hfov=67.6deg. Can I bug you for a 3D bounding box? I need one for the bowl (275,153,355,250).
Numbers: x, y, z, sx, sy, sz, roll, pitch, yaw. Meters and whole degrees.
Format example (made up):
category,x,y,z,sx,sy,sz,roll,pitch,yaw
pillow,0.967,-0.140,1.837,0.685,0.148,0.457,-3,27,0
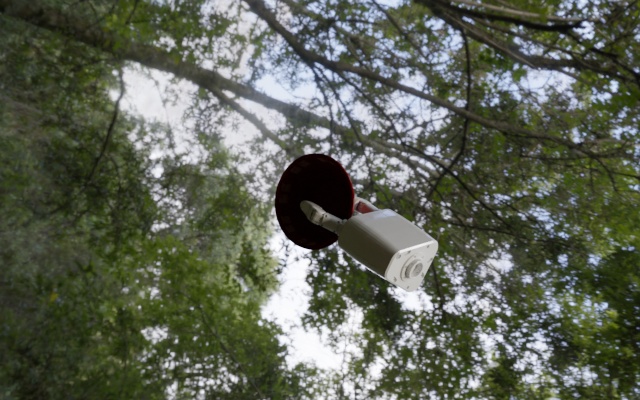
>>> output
category,x,y,z,sx,sy,sz,roll,pitch,yaw
bowl,0.000,0.002,0.815,0.162,0.162,0.055,0,-2,34
